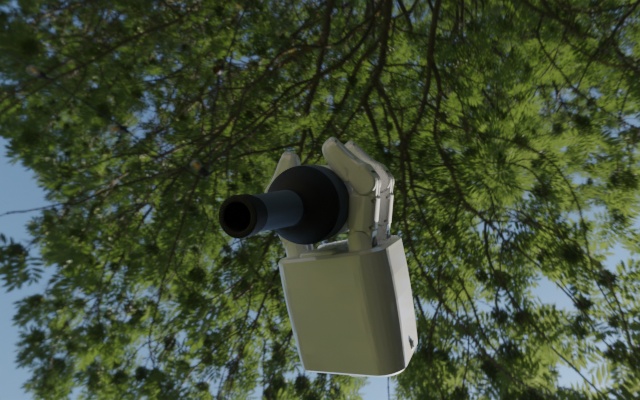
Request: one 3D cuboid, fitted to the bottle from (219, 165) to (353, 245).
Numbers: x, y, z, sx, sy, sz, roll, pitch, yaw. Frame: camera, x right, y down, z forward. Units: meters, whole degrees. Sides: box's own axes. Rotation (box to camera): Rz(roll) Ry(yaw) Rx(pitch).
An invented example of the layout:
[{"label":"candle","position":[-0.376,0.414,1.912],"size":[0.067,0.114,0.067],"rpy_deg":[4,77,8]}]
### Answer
[{"label":"bottle","position":[0.000,0.001,0.431],"size":[0.069,0.069,0.295],"rpy_deg":[0,3,21]}]
